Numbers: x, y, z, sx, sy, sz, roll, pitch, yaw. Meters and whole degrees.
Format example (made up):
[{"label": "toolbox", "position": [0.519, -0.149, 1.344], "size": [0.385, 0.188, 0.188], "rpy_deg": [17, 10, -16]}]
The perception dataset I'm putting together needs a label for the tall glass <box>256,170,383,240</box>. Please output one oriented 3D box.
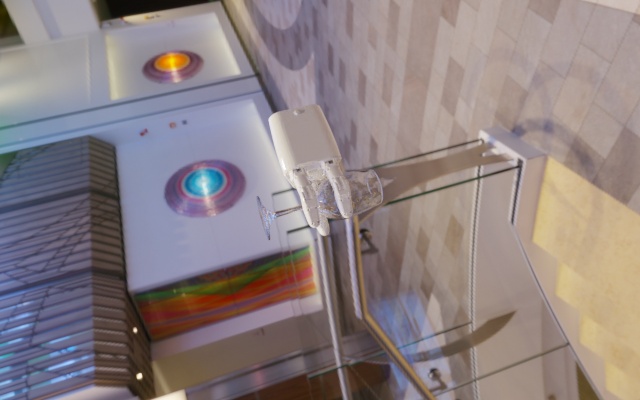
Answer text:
[{"label": "tall glass", "position": [0.000, 0.003, 0.794], "size": [0.201, 0.079, 0.079], "rpy_deg": [-15, 3, -12]}]
